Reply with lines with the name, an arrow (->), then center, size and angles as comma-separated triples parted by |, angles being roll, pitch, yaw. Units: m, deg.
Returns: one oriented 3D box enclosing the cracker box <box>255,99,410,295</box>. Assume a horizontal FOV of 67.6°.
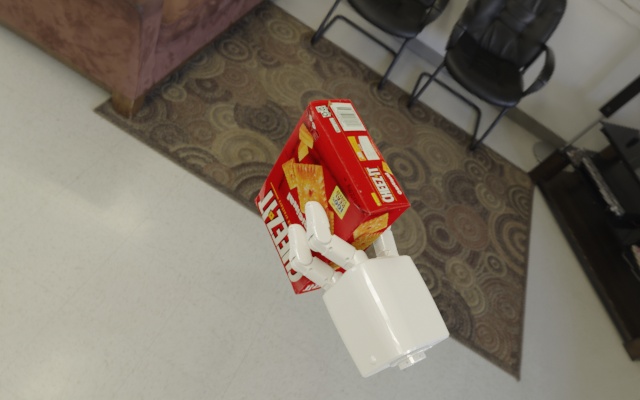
cracker box -> 0.000, 0.002, 0.619 | 0.072, 0.164, 0.214 | -9, -29, -34
